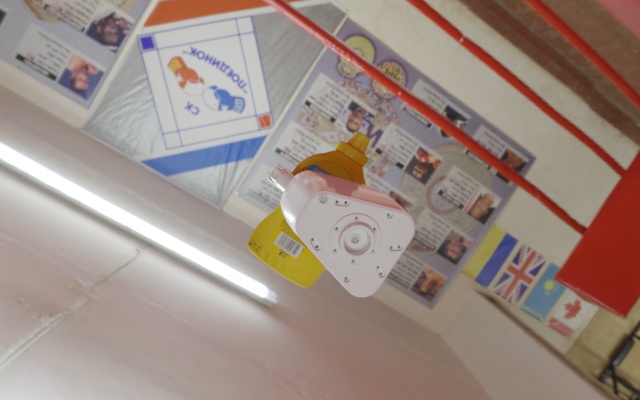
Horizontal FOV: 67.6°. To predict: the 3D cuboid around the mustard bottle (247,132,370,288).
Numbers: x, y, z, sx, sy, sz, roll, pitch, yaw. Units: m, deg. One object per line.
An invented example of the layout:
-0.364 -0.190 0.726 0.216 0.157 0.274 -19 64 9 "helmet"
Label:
0.000 0.002 0.577 0.096 0.191 0.058 34 5 10 "mustard bottle"
